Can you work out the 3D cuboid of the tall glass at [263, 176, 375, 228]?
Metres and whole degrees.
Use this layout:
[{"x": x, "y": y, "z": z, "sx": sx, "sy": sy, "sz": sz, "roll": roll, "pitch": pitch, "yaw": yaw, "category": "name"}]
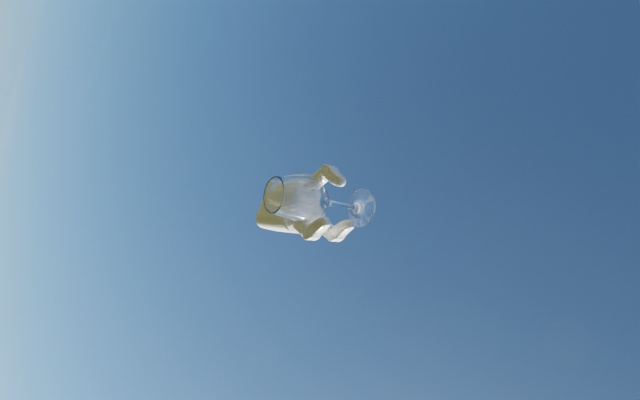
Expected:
[{"x": 0.001, "y": 0.003, "z": 0.839, "sx": 0.201, "sy": 0.079, "sz": 0.079, "roll": 9, "pitch": -6, "yaw": -39, "category": "tall glass"}]
